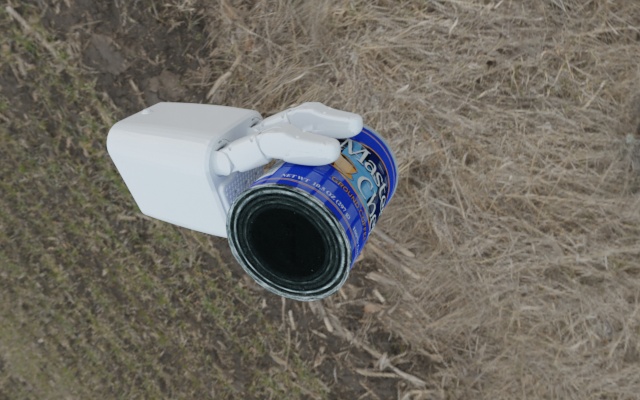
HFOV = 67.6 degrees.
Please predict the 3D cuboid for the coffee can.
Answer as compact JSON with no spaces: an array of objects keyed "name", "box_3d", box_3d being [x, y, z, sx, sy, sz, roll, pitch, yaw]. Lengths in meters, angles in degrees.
[{"name":"coffee can","box_3d":[0.000,0.001,0.408,0.103,0.103,0.140,0,28,25]}]
